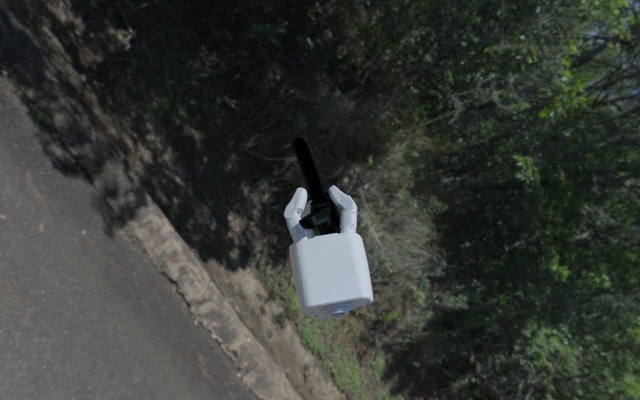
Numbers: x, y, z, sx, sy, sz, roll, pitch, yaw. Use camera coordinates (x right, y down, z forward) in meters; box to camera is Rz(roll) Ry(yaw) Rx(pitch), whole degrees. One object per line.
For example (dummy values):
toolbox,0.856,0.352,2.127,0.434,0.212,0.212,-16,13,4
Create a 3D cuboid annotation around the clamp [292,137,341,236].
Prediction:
clamp,0.001,0.003,0.798,0.036,0.164,0.210,-14,-27,13
